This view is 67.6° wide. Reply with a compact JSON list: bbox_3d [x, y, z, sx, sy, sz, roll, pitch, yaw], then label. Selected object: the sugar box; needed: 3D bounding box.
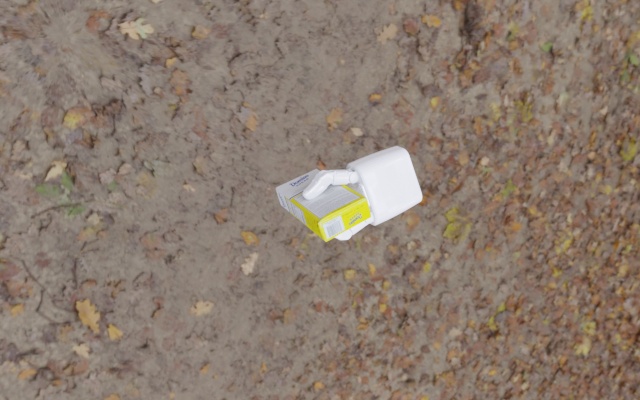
[{"bbox_3d":[0.000,0.003,0.830,0.093,0.048,0.176,-26,27,-18],"label":"sugar box"}]
